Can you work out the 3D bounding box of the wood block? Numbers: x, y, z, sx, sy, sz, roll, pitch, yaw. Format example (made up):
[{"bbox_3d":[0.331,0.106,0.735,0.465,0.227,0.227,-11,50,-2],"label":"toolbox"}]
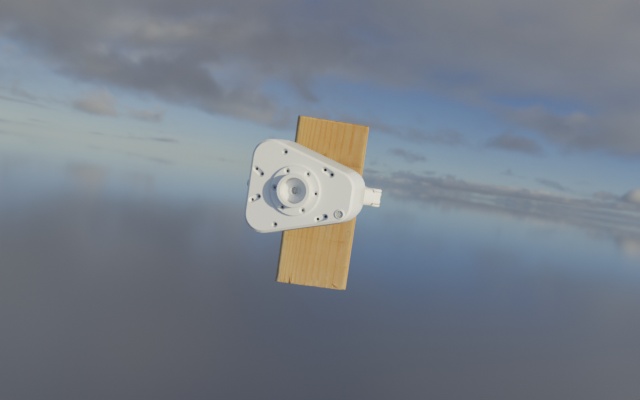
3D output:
[{"bbox_3d":[0.000,0.002,0.629,0.091,0.206,0.090,8,4,-3],"label":"wood block"}]
